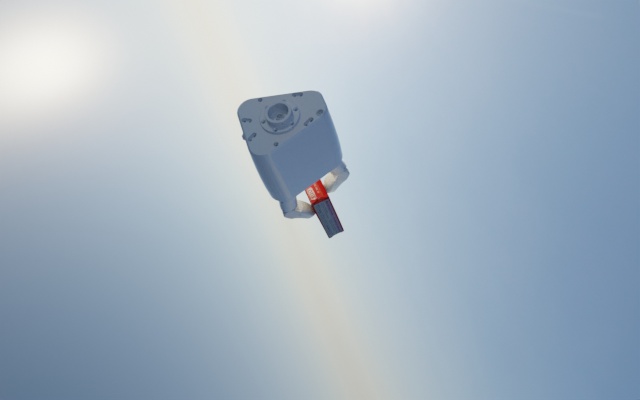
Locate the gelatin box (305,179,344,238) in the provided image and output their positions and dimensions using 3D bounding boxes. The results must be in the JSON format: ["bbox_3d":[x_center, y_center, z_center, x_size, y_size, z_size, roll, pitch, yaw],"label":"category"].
[{"bbox_3d":[0.001,0.002,0.716,0.030,0.073,0.089,-26,-42,1],"label":"gelatin box"}]
